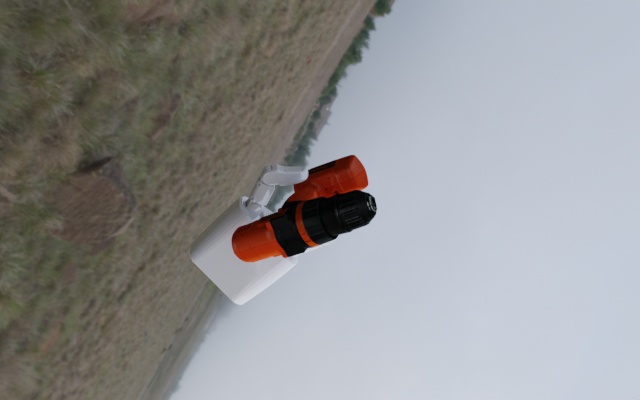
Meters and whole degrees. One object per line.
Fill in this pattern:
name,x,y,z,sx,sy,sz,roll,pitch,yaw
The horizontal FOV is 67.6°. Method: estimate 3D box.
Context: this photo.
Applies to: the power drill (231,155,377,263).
power drill,0.000,0.002,0.592,0.184,0.057,0.187,-17,15,26
